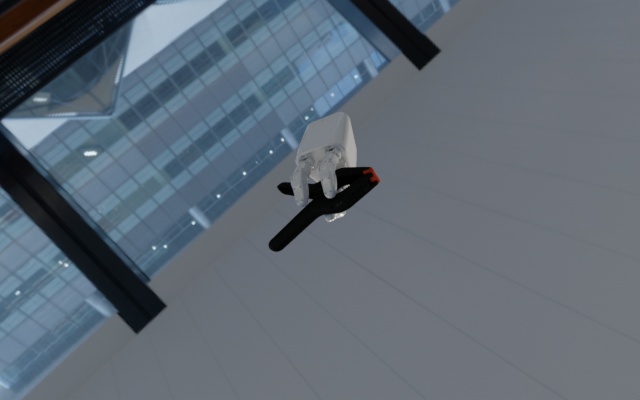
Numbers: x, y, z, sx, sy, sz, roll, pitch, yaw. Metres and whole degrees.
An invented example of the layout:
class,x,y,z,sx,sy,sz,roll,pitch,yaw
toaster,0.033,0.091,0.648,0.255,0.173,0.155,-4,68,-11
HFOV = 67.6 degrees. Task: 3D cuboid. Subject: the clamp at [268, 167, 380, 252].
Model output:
class,x,y,z,sx,sy,sz,roll,pitch,yaw
clamp,0.001,0.003,0.814,0.210,0.164,0.036,-18,-50,26
